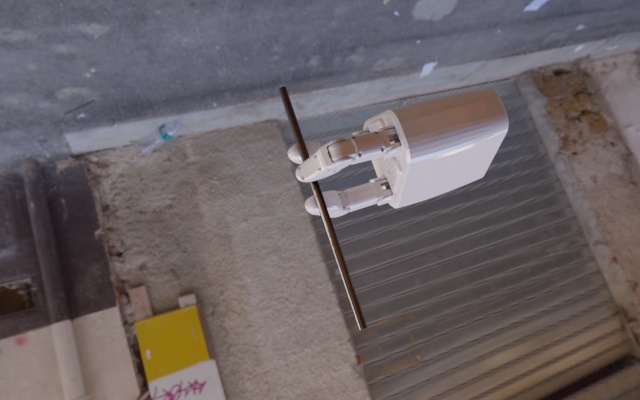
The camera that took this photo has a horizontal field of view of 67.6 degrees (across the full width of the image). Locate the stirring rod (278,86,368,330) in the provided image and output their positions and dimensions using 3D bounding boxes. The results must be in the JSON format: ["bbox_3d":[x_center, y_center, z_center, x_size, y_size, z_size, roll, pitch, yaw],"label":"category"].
[{"bbox_3d":[0.000,0.001,0.445,0.011,0.239,0.011,-18,-12,-4],"label":"stirring rod"}]
